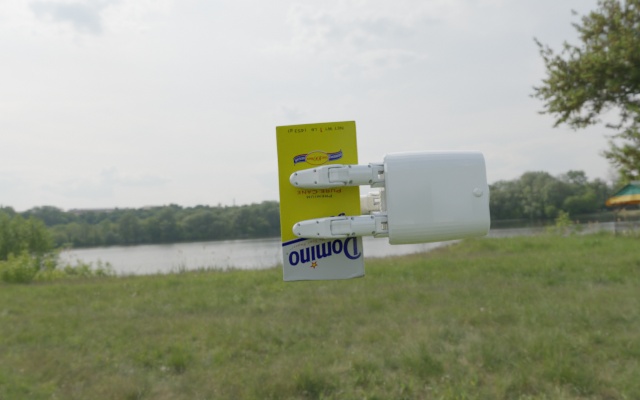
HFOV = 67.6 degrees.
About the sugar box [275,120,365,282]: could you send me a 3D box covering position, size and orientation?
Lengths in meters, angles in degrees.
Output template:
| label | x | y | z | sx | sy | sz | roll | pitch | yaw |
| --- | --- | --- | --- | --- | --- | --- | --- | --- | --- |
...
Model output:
| label | x | y | z | sx | sy | sz | roll | pitch | yaw |
| --- | --- | --- | --- | --- | --- | --- | --- | --- | --- |
| sugar box | 0.000 | 0.002 | 0.545 | 0.093 | 0.176 | 0.048 | -4 | -4 | 4 |
